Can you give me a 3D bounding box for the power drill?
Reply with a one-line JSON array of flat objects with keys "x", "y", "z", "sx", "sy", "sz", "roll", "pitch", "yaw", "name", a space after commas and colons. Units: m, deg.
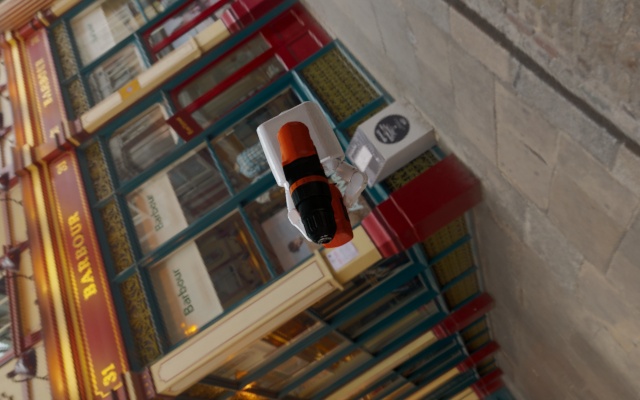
[{"x": 0.000, "y": 0.002, "z": 0.685, "sx": 0.057, "sy": 0.184, "sz": 0.188, "roll": -18, "pitch": -29, "yaw": 5, "name": "power drill"}]
